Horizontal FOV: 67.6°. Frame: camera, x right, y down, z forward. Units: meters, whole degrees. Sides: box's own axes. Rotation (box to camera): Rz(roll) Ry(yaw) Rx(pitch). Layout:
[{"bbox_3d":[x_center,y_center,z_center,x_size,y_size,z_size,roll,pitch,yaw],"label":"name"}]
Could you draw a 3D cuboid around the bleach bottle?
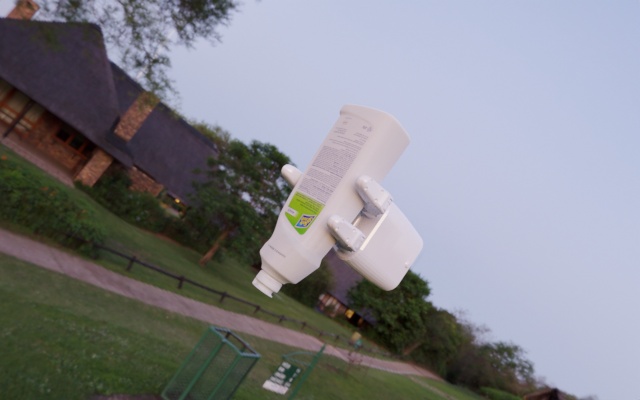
[{"bbox_3d":[0.000,0.002,0.579,0.068,0.251,0.102,43,-10,-38],"label":"bleach bottle"}]
